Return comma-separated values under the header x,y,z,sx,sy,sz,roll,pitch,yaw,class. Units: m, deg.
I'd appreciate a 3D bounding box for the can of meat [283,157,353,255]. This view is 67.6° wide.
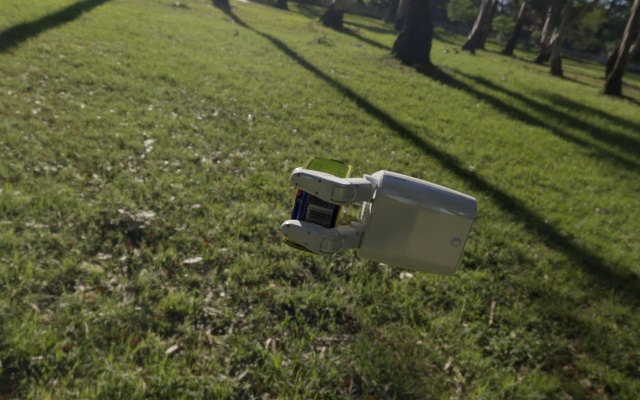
x,y,z,sx,sy,sz,roll,pitch,yaw,class
0.000,0.001,0.540,0.057,0.084,0.102,16,18,3,can of meat
